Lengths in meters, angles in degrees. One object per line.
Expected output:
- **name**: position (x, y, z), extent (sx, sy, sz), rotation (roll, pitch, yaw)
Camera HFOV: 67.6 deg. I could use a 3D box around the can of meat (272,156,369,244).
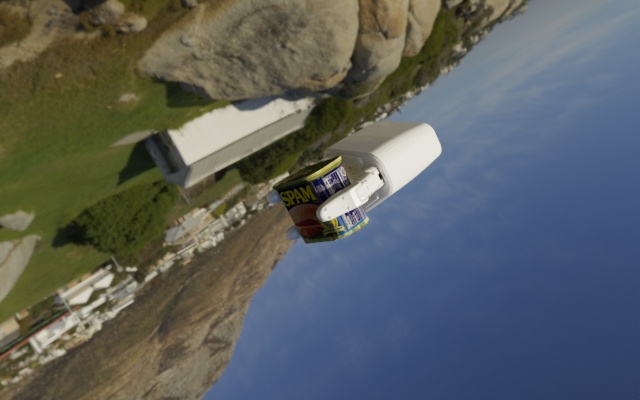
- **can of meat**: position (0.000, 0.002, 0.576), extent (0.057, 0.084, 0.102), rotation (-35, 13, -34)
